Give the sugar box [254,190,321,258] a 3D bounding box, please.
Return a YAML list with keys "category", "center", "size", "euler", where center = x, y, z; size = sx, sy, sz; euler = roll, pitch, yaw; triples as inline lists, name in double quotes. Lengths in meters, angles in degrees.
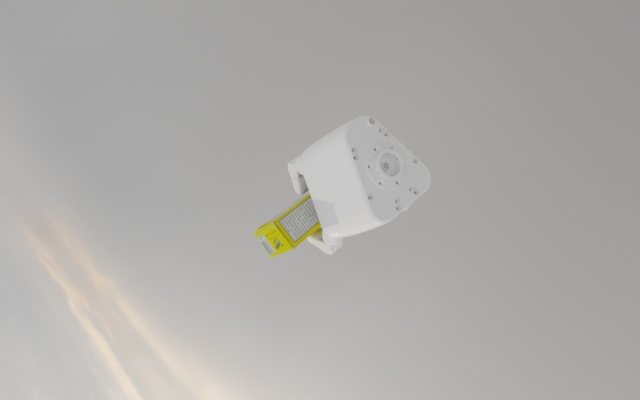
- category: "sugar box"
  center: [0.000, 0.003, 0.628]
  size: [0.176, 0.048, 0.093]
  euler: [-36, 4, -26]
